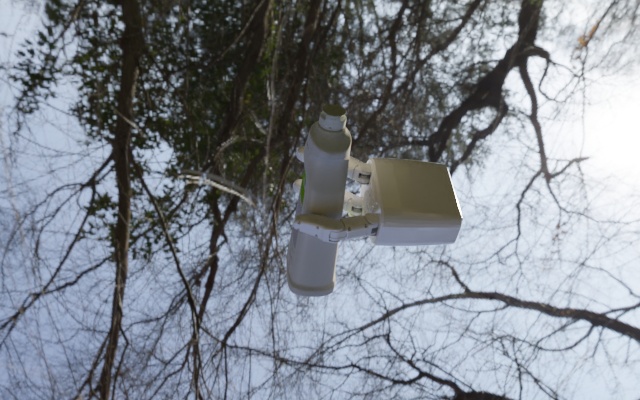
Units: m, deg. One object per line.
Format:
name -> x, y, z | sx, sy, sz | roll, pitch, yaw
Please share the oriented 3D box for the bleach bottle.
bleach bottle -> 0.000, 0.002, 0.608 | 0.068, 0.251, 0.102 | 2, 37, -9
